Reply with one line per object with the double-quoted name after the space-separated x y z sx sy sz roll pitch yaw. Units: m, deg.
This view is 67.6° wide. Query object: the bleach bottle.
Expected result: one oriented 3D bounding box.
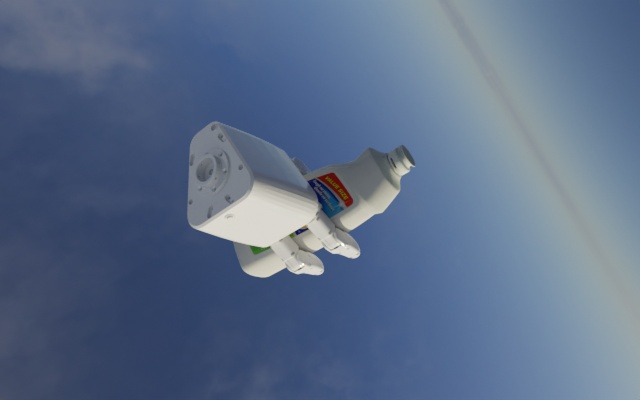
0.000 0.002 0.596 0.251 0.102 0.068 -32 -29 24 "bleach bottle"
